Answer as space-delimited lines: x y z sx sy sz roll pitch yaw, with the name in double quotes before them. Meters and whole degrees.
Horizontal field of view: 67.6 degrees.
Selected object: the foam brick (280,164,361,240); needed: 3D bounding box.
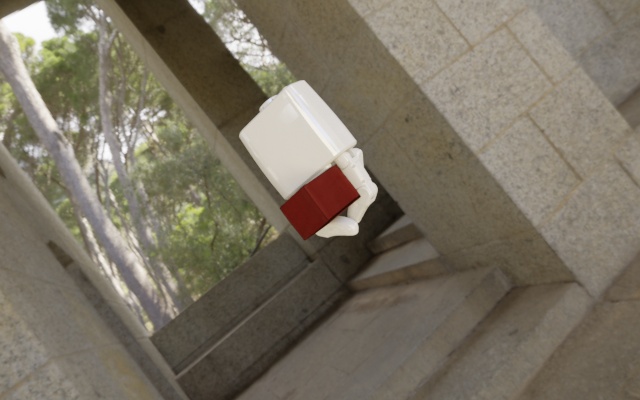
"foam brick" 0.000 0.002 0.575 0.053 0.051 0.078 -39 -1 41
